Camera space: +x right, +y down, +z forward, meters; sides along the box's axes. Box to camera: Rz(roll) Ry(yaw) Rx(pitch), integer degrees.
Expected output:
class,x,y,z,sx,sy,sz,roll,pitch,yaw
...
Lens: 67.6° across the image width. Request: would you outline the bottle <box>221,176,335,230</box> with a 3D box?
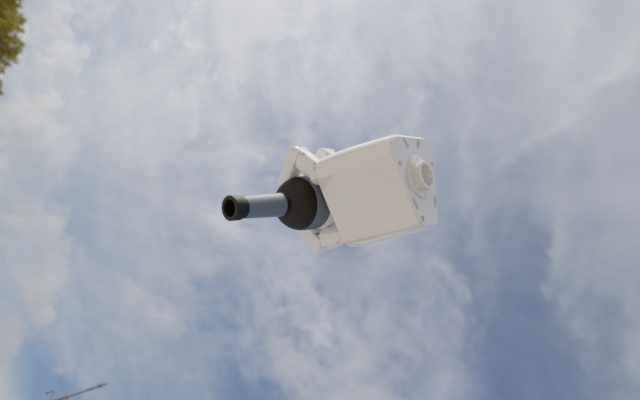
class,x,y,z,sx,sy,sz,roll,pitch,yaw
bottle,0.000,0.002,0.611,0.069,0.069,0.296,0,2,41
